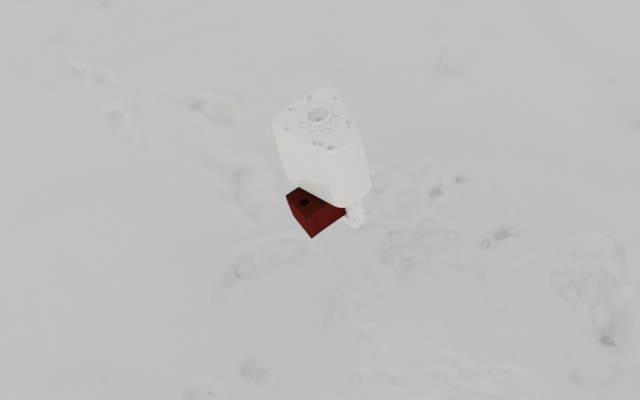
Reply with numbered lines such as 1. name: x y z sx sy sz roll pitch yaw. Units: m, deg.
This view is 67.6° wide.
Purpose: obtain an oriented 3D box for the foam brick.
1. foam brick: 0.000 0.002 0.656 0.078 0.053 0.051 -35 -34 -12
